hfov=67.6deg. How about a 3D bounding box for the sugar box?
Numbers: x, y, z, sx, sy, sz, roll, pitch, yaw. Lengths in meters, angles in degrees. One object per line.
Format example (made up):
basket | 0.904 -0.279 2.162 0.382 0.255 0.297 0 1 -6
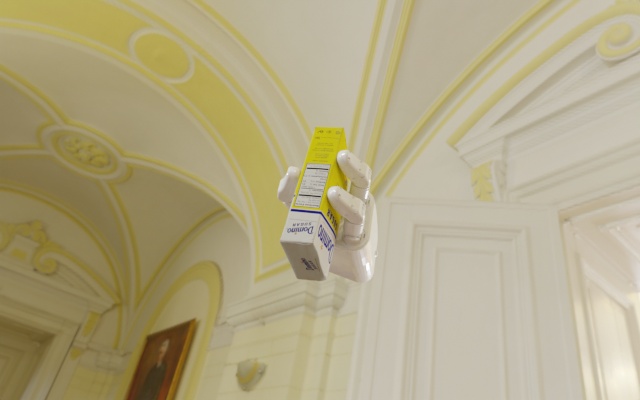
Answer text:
sugar box | 0.001 0.002 0.596 0.048 0.176 0.093 2 -35 14
